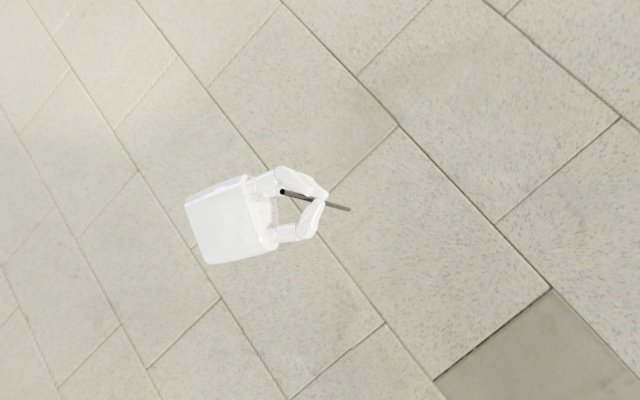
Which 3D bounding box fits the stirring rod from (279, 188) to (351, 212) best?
[{"bbox_3d":[0.000,0.002,0.689,0.011,0.011,0.239,0,-6,23],"label":"stirring rod"}]
